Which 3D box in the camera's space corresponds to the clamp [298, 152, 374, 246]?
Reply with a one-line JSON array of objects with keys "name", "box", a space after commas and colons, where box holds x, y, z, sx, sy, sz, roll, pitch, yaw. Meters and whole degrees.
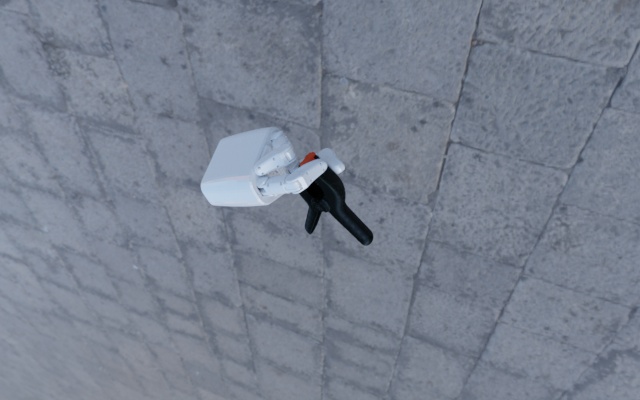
[{"name": "clamp", "box": [0.000, 0.003, 0.715, 0.120, 0.171, 0.039, -4, 40, 35]}]
